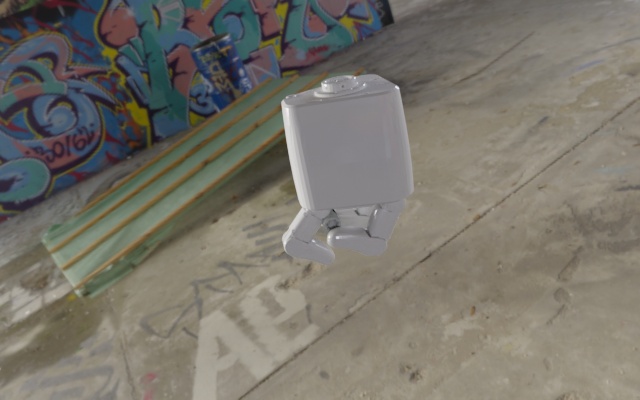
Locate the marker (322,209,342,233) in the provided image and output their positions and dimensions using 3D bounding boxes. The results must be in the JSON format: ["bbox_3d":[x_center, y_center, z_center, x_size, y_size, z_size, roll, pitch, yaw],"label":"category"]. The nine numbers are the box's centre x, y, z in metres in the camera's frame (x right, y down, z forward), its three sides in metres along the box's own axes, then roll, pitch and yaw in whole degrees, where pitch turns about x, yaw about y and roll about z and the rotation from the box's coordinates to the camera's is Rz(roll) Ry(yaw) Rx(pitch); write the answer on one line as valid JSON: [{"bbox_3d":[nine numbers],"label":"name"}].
[{"bbox_3d":[0.000,0.002,0.531,0.020,0.020,0.121,0,23,-13],"label":"marker"}]
